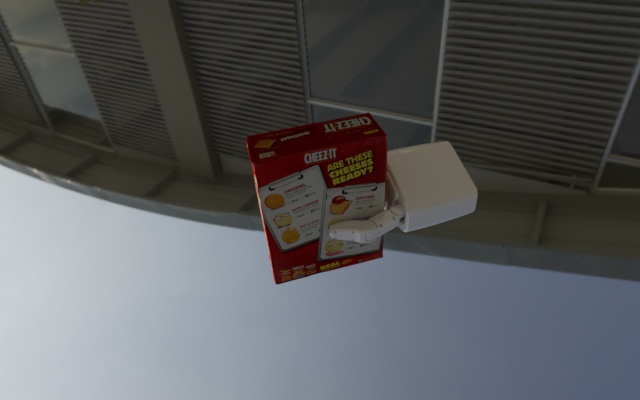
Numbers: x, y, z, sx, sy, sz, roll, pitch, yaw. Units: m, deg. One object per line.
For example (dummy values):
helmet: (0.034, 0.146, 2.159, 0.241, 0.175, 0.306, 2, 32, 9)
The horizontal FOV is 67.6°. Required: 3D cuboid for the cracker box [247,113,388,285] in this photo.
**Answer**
cracker box: (0.000, 0.002, 0.639, 0.164, 0.214, 0.072, -13, 40, -9)
